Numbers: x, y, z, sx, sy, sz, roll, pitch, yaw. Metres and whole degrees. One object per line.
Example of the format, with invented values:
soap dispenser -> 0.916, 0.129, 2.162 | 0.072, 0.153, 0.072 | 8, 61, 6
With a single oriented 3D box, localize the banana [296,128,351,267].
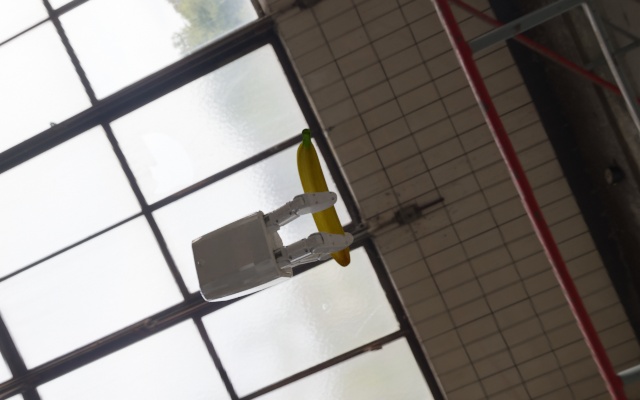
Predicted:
banana -> -0.001, 0.000, 0.680 | 0.037, 0.198, 0.069 | -19, -4, 0
